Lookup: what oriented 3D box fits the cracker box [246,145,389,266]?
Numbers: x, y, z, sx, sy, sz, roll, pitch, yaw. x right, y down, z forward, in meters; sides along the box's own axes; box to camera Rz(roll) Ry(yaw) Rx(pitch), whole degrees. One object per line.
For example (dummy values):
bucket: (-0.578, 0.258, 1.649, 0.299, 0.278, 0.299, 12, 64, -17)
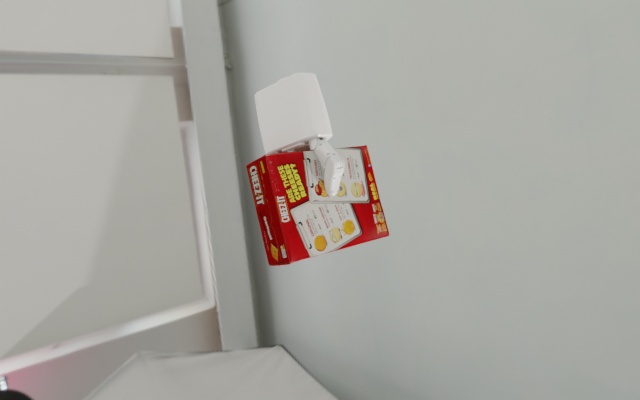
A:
cracker box: (0.000, 0.002, 0.775, 0.213, 0.164, 0.072, -11, -5, -39)
